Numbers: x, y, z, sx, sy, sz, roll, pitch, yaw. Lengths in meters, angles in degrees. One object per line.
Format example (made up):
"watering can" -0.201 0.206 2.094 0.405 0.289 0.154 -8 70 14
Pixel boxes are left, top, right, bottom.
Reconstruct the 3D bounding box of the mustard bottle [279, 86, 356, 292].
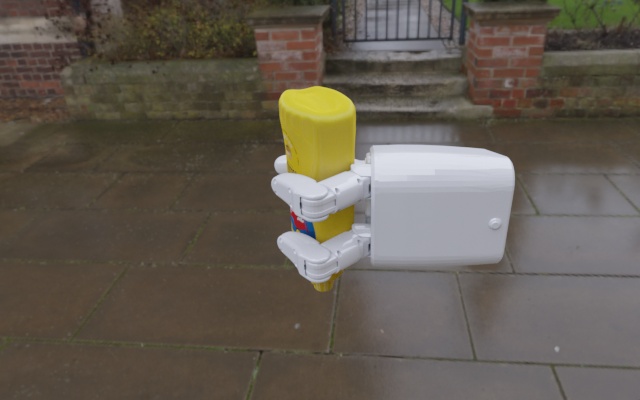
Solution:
"mustard bottle" 0.000 0.001 0.432 0.058 0.192 0.096 -12 29 -16
